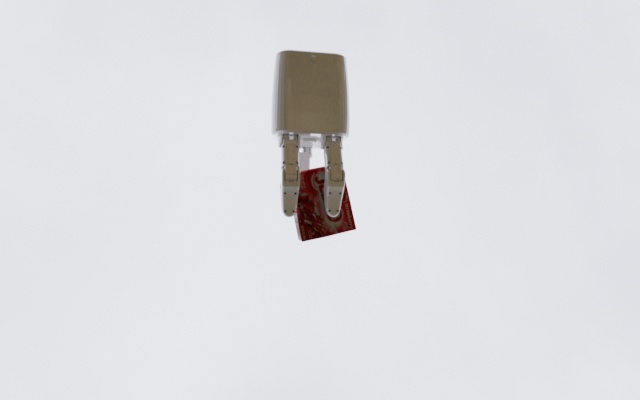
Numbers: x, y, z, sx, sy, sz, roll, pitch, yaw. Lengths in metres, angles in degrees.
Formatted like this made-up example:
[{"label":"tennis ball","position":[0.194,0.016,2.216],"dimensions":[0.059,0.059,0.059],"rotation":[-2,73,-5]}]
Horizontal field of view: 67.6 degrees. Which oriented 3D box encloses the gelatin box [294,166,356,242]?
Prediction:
[{"label":"gelatin box","position":[0.000,0.002,0.614],"dimensions":[0.073,0.089,0.030],"rotation":[-12,3,-11]}]
